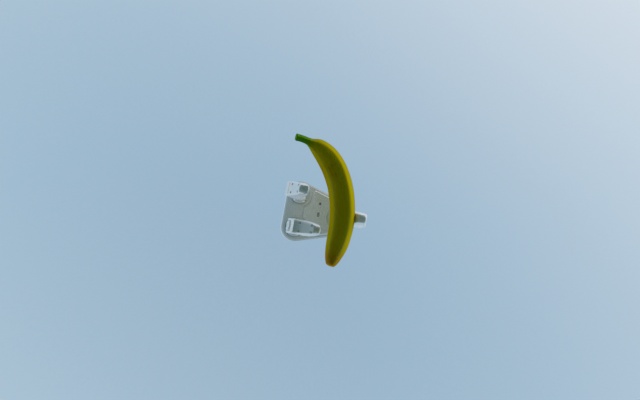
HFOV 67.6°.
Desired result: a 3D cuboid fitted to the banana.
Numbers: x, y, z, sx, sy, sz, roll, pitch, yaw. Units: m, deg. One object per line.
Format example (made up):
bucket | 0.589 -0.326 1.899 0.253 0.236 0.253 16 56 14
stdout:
banana | 0.017 -0.006 0.695 0.069 0.198 0.037 -15 0 -10
